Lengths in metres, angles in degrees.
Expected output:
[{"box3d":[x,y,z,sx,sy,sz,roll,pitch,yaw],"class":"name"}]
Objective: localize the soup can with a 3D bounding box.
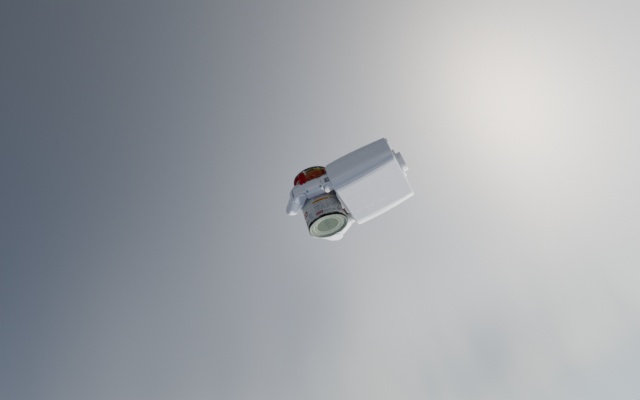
[{"box3d":[0.000,0.003,0.794,0.068,0.102,0.069,-13,-36,-9],"class":"soup can"}]
